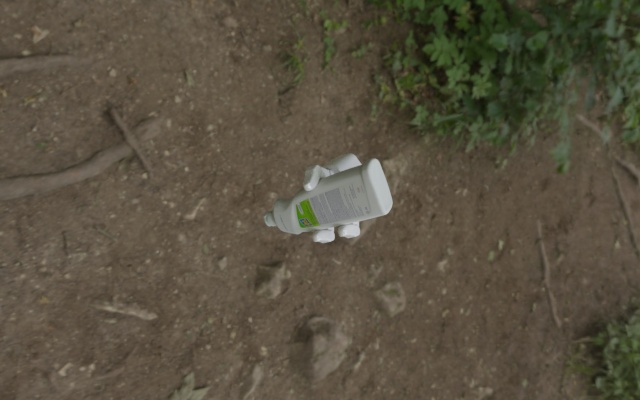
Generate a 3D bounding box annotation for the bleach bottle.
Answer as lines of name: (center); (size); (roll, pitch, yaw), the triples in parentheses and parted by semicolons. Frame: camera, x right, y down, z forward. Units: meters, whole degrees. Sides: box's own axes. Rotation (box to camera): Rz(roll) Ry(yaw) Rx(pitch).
bleach bottle: (0.000, 0.003, 0.888); (0.251, 0.102, 0.068); (-14, 15, 28)
